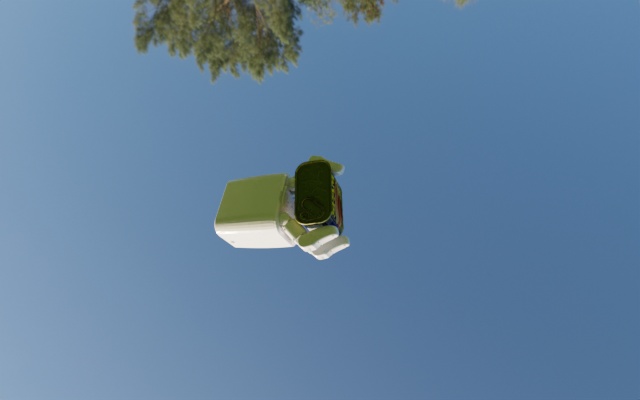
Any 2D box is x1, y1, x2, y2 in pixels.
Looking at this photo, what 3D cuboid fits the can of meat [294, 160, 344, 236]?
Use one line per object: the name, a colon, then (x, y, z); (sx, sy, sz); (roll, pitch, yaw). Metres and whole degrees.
can of meat: (0.000, 0.002, 0.734); (0.057, 0.102, 0.084); (-7, -25, 14)
